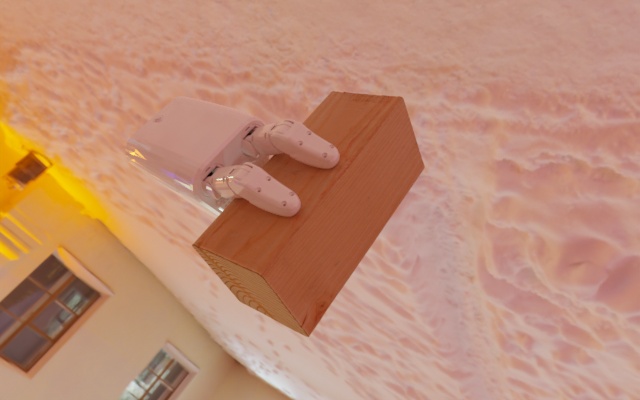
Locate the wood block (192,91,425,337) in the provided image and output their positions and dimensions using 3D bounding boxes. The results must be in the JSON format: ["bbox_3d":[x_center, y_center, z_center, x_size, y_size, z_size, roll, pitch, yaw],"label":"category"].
[{"bbox_3d":[0.000,0.002,0.433,0.090,0.206,0.091,15,-34,39],"label":"wood block"}]
